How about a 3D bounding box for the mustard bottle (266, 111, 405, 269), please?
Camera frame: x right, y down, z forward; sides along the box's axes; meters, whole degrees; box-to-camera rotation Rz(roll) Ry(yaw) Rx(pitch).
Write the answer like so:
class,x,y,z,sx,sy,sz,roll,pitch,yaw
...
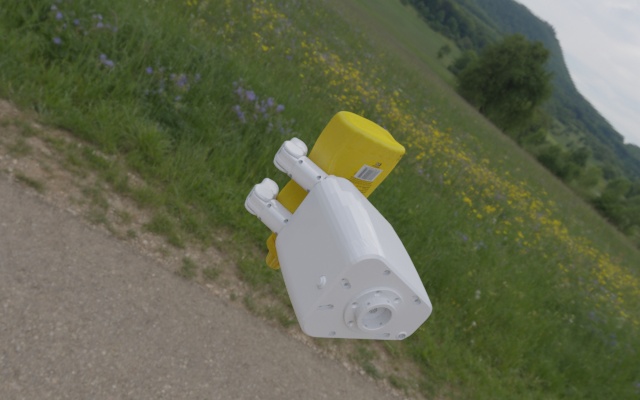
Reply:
class,x,y,z,sx,sy,sz,roll,pitch,yaw
mustard bottle,0.000,0.001,0.504,0.096,0.192,0.058,10,34,-51
